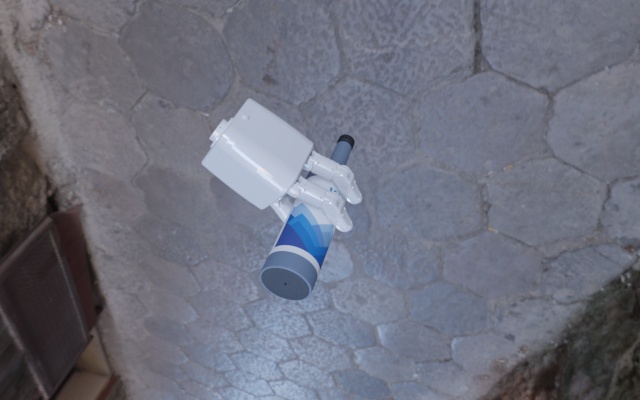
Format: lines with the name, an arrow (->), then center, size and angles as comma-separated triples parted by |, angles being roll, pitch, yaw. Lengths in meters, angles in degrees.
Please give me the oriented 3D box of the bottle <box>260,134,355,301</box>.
bottle -> 0.000, 0.002, 0.672 | 0.069, 0.069, 0.295 | 0, 42, 23
